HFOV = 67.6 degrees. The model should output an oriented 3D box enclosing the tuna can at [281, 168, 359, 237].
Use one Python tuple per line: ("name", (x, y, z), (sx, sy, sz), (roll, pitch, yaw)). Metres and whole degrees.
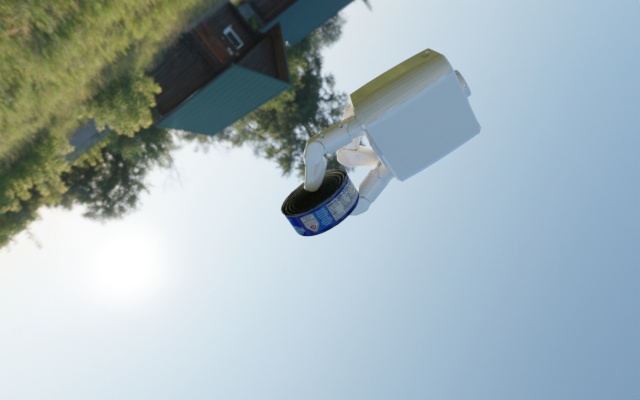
("tuna can", (0.000, 0.002, 0.539), (0.086, 0.034, 0.086), (-28, 23, 13))
